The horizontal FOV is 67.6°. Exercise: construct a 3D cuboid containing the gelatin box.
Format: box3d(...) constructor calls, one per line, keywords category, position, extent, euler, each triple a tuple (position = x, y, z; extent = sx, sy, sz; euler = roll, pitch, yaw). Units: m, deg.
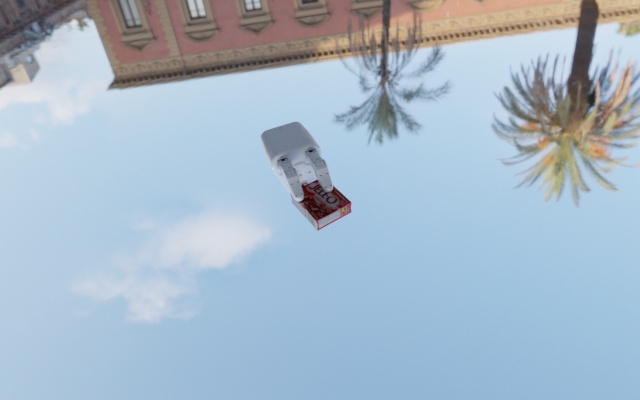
box3d(category="gelatin box", position=(0.000, 0.003, 0.838), extent=(0.073, 0.030, 0.089), euler=(-27, 49, -20))
